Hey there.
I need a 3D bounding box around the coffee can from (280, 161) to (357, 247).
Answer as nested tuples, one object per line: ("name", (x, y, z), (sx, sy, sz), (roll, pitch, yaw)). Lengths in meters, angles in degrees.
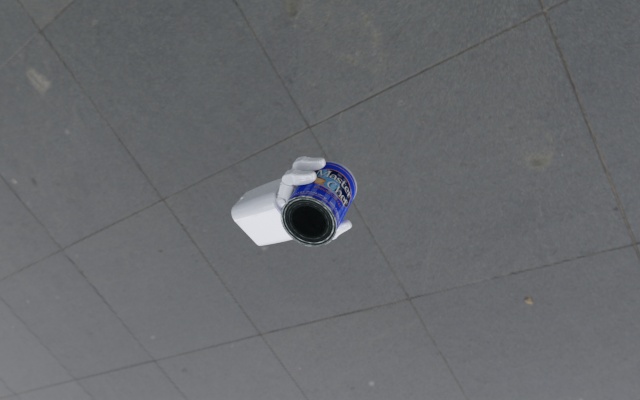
("coffee can", (0.000, 0.003, 0.869), (0.103, 0.103, 0.140), (0, 29, 20))
